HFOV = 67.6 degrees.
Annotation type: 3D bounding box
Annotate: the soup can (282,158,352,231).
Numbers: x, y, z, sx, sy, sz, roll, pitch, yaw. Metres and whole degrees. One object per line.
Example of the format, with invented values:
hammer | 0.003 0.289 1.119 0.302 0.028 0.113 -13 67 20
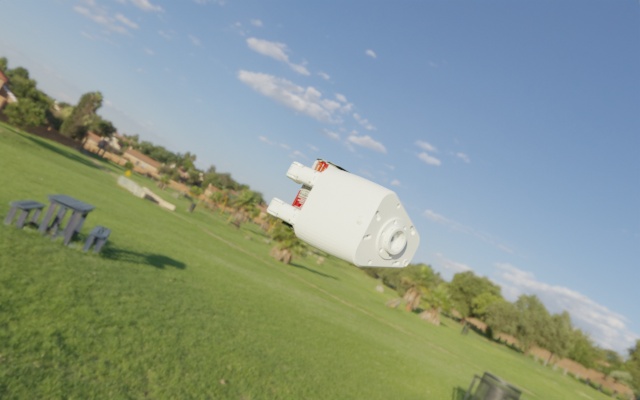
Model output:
soup can | 0.000 0.002 0.653 0.068 0.102 0.068 28 -5 2
